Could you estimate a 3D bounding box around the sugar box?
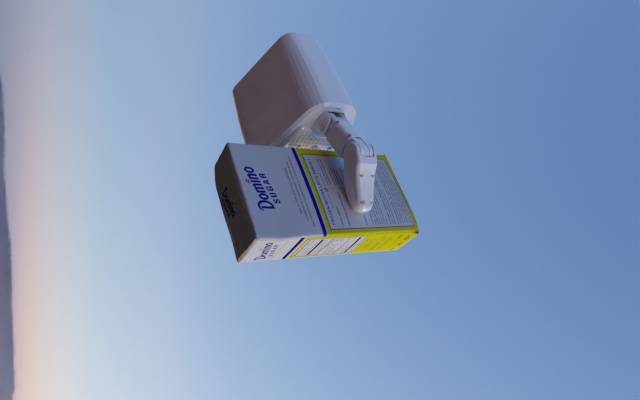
[{"bbox_3d":[0.000,0.002,0.427,0.176,0.093,0.048,-1,-33,-34],"label":"sugar box"}]
